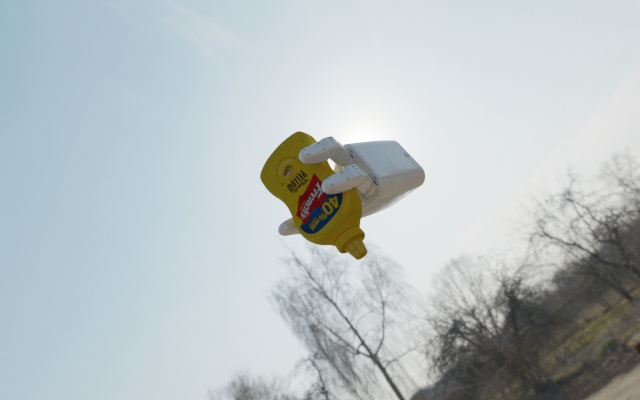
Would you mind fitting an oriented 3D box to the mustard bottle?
[{"bbox_3d":[0.000,0.002,0.640,0.096,0.191,0.058,-46,-27,17],"label":"mustard bottle"}]
